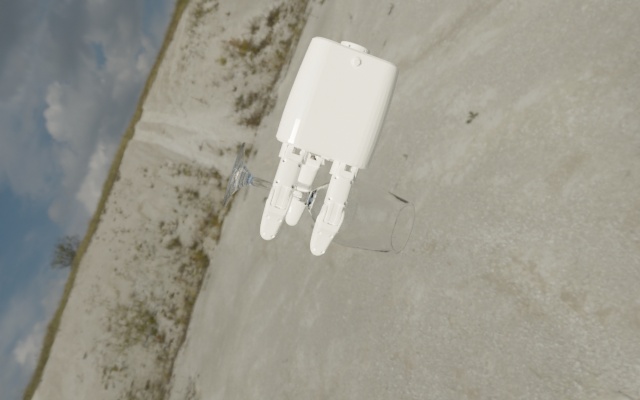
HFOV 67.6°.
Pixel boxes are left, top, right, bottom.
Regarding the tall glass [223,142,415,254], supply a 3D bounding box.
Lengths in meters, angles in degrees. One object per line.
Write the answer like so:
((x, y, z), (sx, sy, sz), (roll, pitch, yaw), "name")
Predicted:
((-0.001, 0.002, 0.529), (0.201, 0.079, 0.079), (18, -3, -8), "tall glass")
